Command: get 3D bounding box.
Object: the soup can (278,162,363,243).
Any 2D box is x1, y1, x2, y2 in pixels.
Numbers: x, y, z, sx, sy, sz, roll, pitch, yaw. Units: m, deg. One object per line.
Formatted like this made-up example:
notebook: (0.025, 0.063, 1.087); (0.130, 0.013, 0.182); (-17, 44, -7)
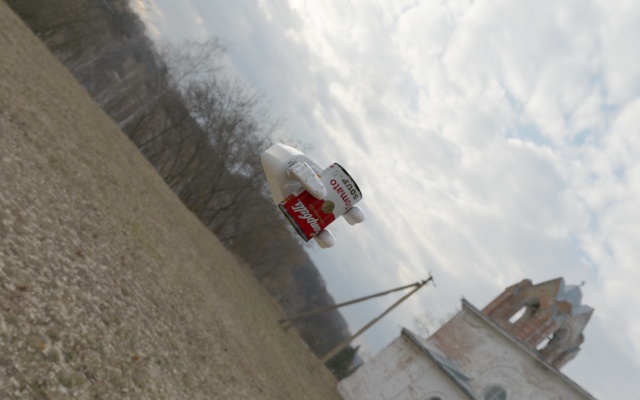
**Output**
soup can: (0.000, 0.002, 0.674); (0.102, 0.068, 0.068); (-37, 6, -8)
